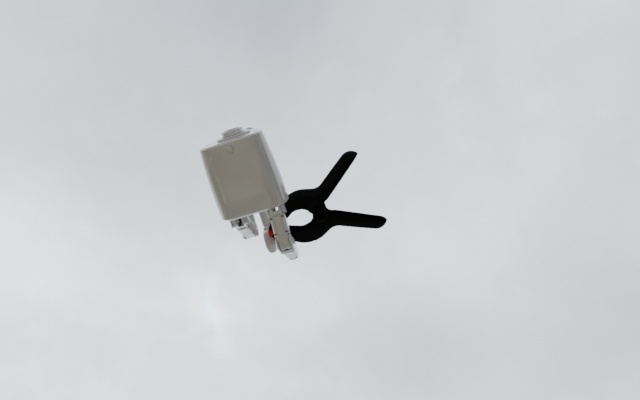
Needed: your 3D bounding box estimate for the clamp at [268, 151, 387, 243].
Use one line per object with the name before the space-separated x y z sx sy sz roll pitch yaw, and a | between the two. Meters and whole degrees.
clamp | 0.000 0.002 0.691 0.171 0.120 0.039 -16 7 3
